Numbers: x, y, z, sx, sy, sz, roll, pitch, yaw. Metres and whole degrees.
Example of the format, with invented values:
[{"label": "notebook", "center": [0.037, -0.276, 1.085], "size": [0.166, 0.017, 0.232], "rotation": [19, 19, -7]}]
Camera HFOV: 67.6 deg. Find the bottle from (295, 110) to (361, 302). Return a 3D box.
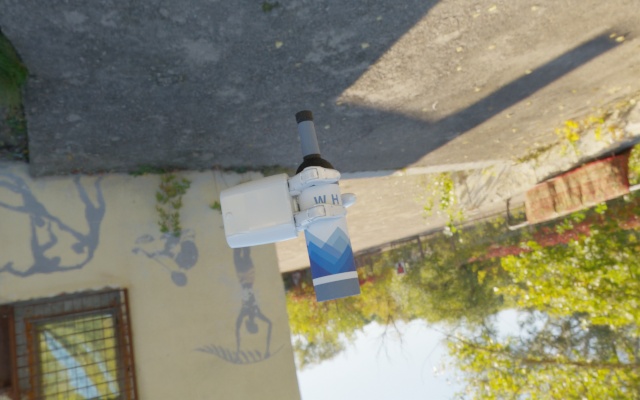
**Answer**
[{"label": "bottle", "center": [0.000, 0.003, 0.733], "size": [0.069, 0.295, 0.069], "rotation": [-10, -12, -2]}]
